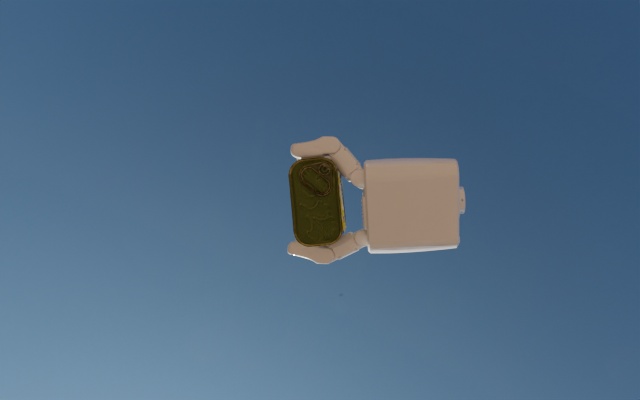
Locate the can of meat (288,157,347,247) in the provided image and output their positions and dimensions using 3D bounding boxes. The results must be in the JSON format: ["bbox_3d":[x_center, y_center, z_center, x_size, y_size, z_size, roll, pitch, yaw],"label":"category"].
[{"bbox_3d":[0.000,0.002,0.584,0.057,0.102,0.084,-6,-1,8],"label":"can of meat"}]
